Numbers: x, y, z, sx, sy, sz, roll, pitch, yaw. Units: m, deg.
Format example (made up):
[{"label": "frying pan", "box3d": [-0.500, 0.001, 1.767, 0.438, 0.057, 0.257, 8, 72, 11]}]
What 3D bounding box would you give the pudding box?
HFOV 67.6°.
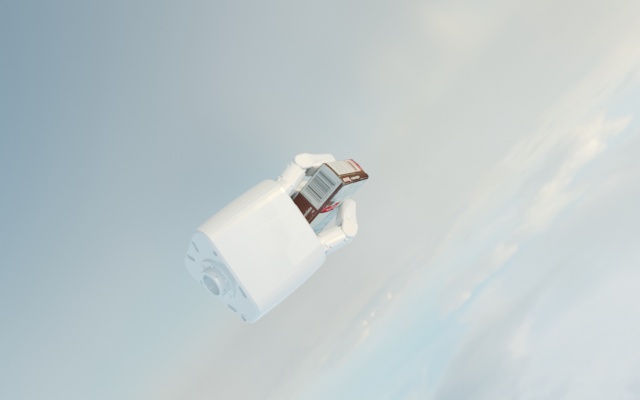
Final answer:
[{"label": "pudding box", "box3d": [0.000, 0.002, 0.593, 0.113, 0.039, 0.090, -48, -12, 23]}]
